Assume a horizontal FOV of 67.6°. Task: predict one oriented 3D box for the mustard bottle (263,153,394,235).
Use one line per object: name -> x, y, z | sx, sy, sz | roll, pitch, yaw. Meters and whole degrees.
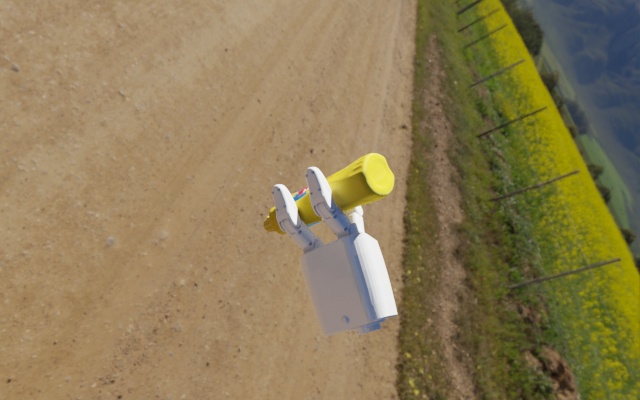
mustard bottle -> 0.000, 0.002, 0.642 | 0.192, 0.058, 0.096 | -25, 6, 28
